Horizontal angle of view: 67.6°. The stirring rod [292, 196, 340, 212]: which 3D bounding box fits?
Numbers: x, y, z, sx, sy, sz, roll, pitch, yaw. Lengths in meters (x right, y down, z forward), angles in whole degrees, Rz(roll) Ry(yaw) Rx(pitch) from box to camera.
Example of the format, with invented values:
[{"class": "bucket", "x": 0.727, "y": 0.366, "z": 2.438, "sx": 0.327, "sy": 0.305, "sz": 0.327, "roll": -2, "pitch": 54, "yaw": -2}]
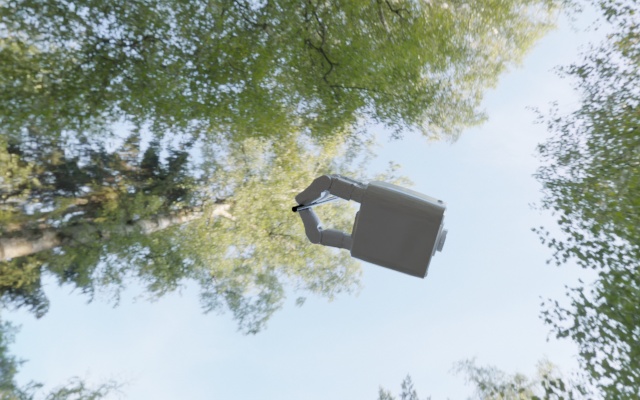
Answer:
[{"class": "stirring rod", "x": 0.000, "y": 0.002, "z": 0.730, "sx": 0.011, "sy": 0.011, "sz": 0.239, "roll": 0, "pitch": 4, "yaw": 16}]
